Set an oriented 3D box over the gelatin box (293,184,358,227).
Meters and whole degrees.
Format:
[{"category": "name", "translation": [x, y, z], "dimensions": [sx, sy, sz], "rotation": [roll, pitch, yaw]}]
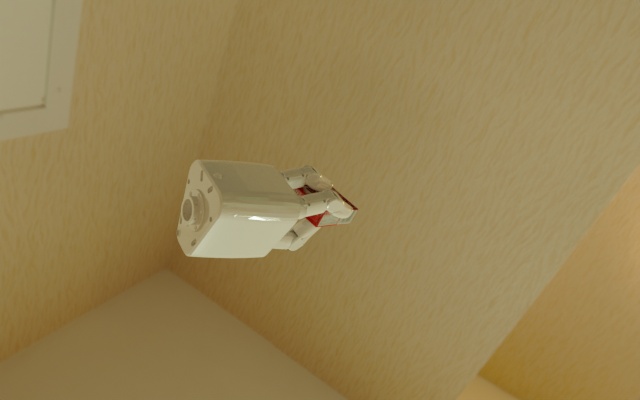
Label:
[{"category": "gelatin box", "translation": [0.000, 0.003, 0.670], "dimensions": [0.073, 0.030, 0.089], "rotation": [42, 24, 27]}]
